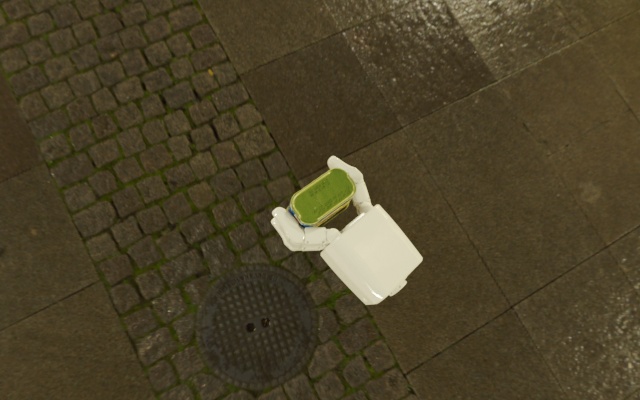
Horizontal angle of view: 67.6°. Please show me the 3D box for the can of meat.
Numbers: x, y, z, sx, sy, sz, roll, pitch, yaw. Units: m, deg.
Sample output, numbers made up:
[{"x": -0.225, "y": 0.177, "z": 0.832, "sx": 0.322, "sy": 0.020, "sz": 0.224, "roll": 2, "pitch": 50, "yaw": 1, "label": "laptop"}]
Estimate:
[{"x": 0.000, "y": 0.002, "z": 0.704, "sx": 0.102, "sy": 0.057, "sz": 0.084, "roll": -36, "pitch": -6, "yaw": -13, "label": "can of meat"}]
